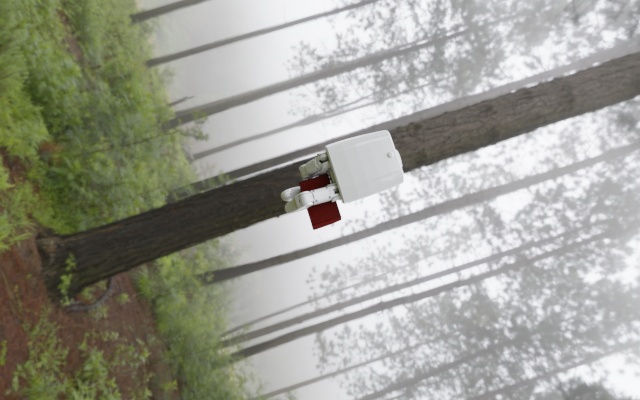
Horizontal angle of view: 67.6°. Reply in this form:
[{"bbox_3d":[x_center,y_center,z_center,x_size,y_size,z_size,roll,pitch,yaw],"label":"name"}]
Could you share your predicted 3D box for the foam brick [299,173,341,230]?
[{"bbox_3d":[0.000,0.003,0.791,0.051,0.078,0.053,-17,-10,-1],"label":"foam brick"}]
